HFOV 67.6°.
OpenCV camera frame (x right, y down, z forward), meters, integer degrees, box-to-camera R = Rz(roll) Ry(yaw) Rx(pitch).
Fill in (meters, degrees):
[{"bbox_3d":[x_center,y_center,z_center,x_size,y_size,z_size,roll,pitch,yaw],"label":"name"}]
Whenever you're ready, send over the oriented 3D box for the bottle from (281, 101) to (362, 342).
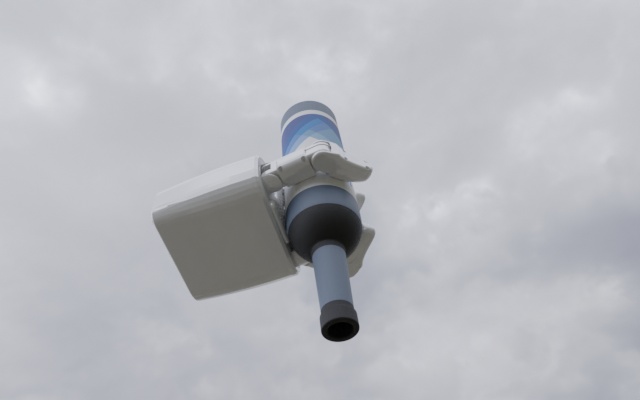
[{"bbox_3d":[0.000,0.001,0.448,0.069,0.069,0.295,0,37,-7],"label":"bottle"}]
